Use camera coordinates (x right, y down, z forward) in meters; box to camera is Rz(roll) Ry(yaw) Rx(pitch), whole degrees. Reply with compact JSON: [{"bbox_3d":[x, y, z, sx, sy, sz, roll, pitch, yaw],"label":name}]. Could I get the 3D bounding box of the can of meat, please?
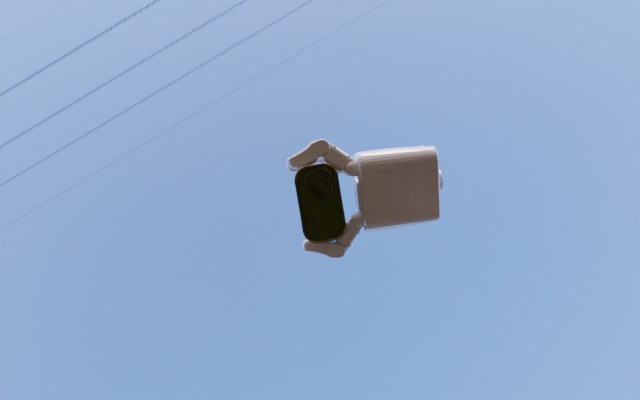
[{"bbox_3d":[0.000,0.002,0.656,0.057,0.102,0.084,-10,2,1],"label":"can of meat"}]
